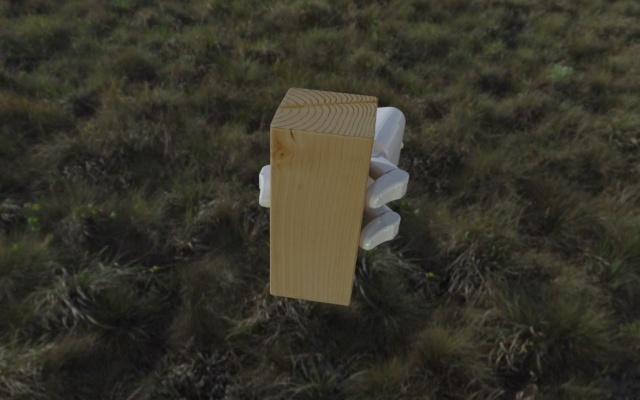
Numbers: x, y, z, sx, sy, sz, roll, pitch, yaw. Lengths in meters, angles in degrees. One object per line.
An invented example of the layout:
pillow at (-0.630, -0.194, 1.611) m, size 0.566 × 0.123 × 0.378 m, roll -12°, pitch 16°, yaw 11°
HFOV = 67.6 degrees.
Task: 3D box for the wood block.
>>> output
wood block at (0.000, 0.001, 0.494) m, size 0.091 × 0.206 × 0.090 m, roll 7°, pitch 36°, yaw 5°
